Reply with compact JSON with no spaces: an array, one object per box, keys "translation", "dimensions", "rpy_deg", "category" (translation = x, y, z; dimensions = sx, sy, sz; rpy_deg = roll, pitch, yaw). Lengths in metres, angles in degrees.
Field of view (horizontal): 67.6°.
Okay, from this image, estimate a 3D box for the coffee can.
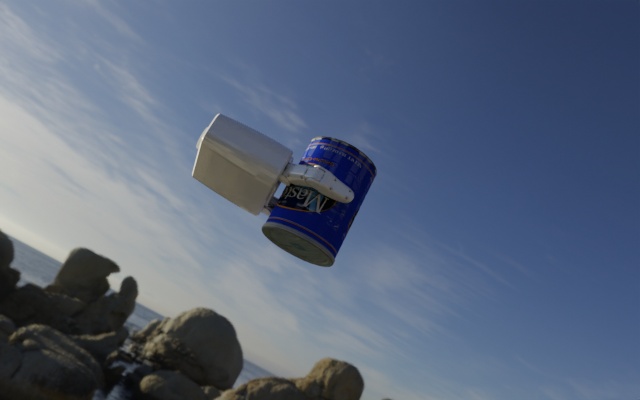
[{"translation":[0.000,0.002,0.631],"dimensions":[0.103,0.140,0.103],"rpy_deg":[24,-20,10],"category":"coffee can"}]
